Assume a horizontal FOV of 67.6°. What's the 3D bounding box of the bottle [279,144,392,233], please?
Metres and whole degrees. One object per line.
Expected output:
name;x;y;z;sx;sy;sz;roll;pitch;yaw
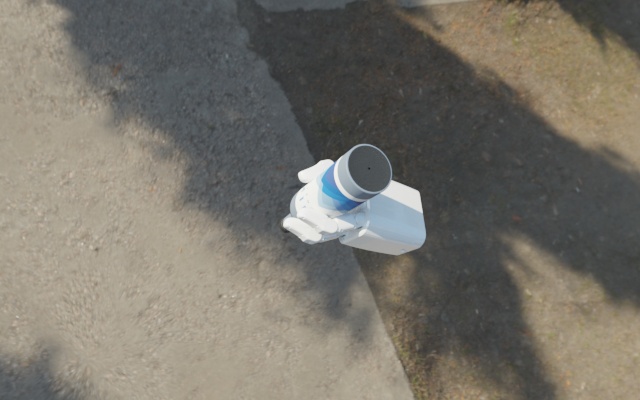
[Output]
bottle;0.000;0.002;0.720;0.069;0.069;0.296;0;-17;-26
